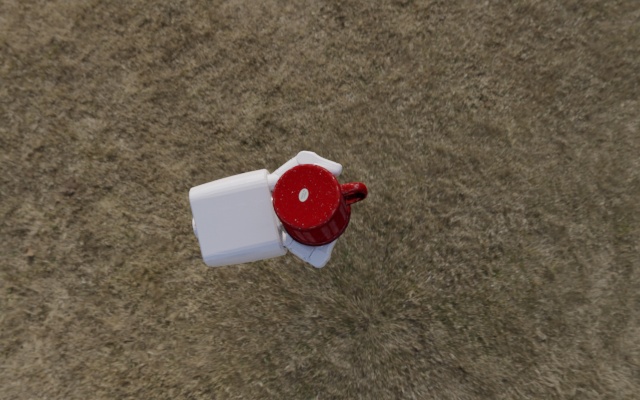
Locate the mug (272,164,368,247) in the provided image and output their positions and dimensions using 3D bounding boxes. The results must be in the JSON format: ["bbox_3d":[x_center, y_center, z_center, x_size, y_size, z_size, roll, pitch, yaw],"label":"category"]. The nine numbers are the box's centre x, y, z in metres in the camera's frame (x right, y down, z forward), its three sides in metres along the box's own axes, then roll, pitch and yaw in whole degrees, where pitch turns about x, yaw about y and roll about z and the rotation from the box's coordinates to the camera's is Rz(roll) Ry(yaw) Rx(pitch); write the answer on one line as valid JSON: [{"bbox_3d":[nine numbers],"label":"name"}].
[{"bbox_3d":[0.001,0.002,0.579,0.117,0.093,0.081,-13,-15,5],"label":"mug"}]
